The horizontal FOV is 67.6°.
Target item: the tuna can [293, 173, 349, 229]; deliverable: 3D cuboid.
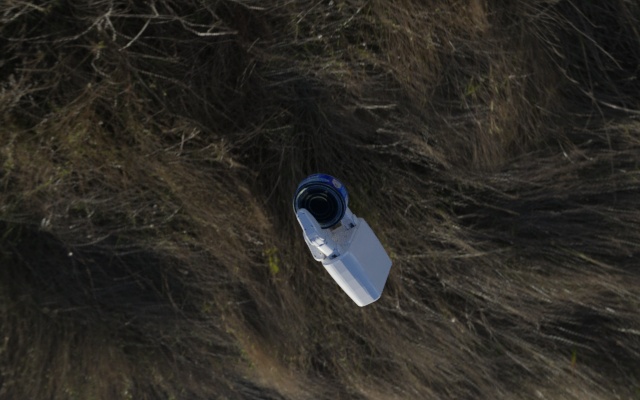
[{"bbox_3d":[0.000,0.003,0.756,0.086,0.086,0.033,0,26,12],"label":"tuna can"}]
